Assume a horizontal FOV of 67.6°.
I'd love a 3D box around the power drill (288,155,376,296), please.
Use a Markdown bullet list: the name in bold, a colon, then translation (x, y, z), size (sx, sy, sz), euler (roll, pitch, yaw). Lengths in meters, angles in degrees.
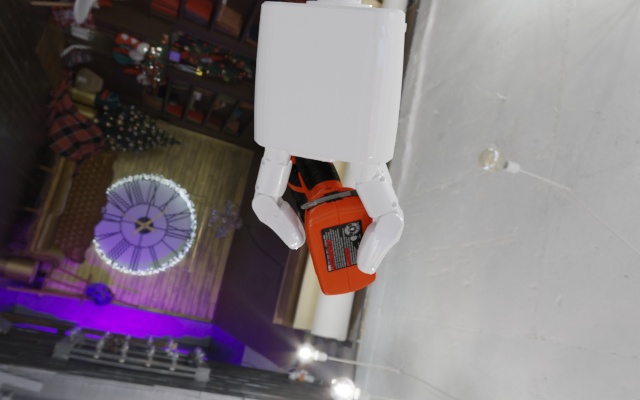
- **power drill**: translation (0.000, 0.002, 0.481), size (0.057, 0.185, 0.187), euler (-17, 40, -5)
